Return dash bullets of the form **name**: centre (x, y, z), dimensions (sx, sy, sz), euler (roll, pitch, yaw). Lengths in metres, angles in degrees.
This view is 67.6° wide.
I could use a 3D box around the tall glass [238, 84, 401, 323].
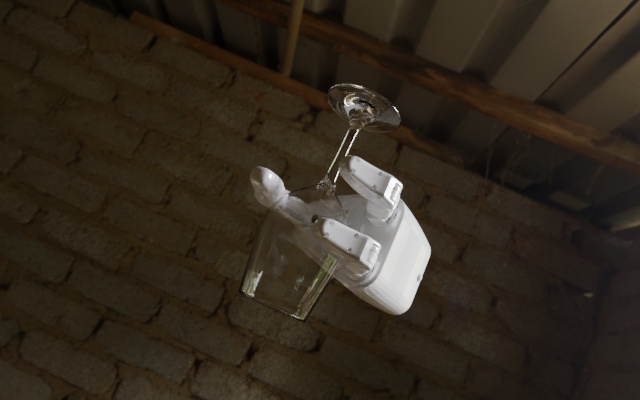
- **tall glass**: centre (0.000, 0.001, 0.420), dimensions (0.079, 0.201, 0.079), euler (23, -16, 7)
